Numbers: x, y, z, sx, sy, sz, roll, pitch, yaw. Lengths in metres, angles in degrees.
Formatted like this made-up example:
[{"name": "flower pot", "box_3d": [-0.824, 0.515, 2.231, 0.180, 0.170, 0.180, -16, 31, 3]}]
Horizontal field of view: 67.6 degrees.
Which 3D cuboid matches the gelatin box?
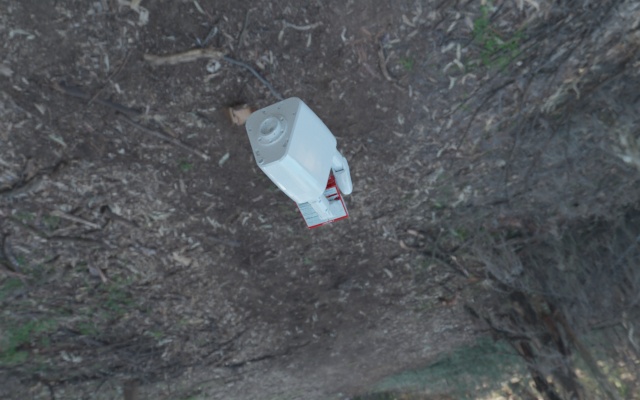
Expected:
[{"name": "gelatin box", "box_3d": [0.000, 0.003, 0.795, 0.073, 0.030, 0.089, -18, -42, 6]}]
